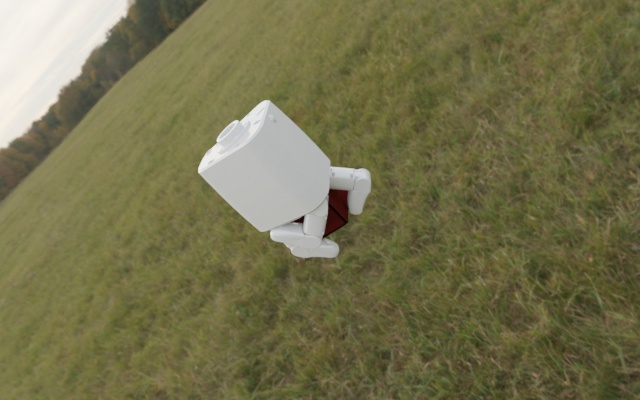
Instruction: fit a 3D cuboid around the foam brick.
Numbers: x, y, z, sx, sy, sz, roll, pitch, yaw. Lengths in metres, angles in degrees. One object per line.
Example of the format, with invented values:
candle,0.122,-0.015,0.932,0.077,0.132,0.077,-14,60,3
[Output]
foam brick,0.000,0.002,0.604,0.053,0.051,0.078,-34,27,23
